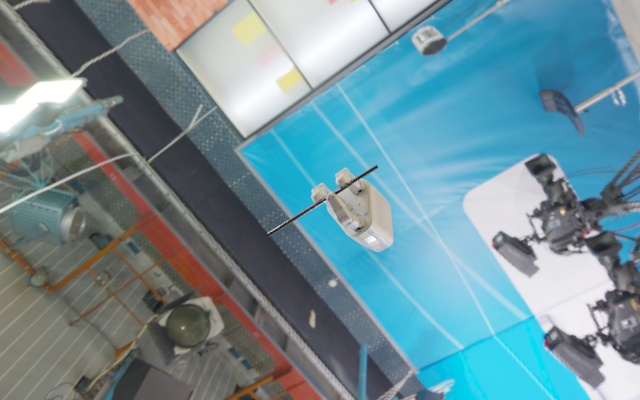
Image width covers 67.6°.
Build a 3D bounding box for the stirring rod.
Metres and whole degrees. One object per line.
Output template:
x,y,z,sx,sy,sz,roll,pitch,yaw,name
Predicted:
0.000,0.003,0.852,0.239,0.011,0.011,-32,-11,18,stirring rod
